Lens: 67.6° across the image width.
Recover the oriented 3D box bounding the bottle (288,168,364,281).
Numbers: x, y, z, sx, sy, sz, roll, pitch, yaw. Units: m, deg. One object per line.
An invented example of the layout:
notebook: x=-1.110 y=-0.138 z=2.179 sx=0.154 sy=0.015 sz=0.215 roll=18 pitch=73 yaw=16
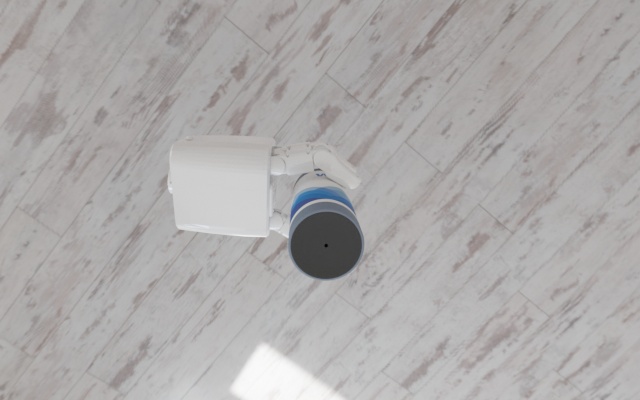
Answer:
bottle: x=0.000 y=0.002 z=0.553 sx=0.069 sy=0.069 sz=0.295 roll=0 pitch=15 yaw=-2
